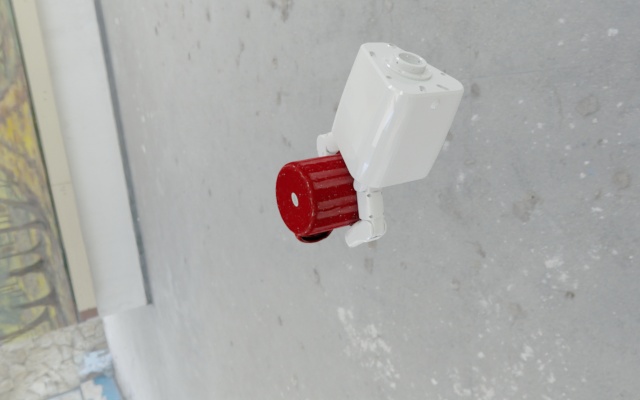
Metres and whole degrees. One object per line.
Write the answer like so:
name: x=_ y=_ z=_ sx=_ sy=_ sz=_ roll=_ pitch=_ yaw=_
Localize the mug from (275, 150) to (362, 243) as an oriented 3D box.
mug: x=0.000 y=0.003 z=0.539 sx=0.081 sy=0.117 sz=0.093 roll=-12 pitch=46 yaw=-33
